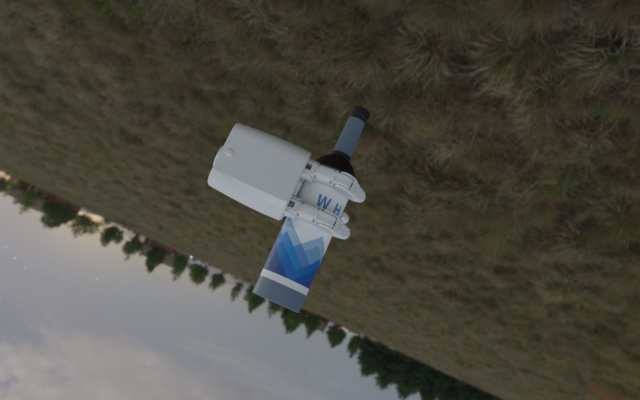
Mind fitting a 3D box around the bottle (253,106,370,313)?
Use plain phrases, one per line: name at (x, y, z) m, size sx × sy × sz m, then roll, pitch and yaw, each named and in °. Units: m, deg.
bottle at (0.000, 0.002, 0.654) m, size 0.069 × 0.295 × 0.069 m, roll 23°, pitch -12°, yaw 5°
